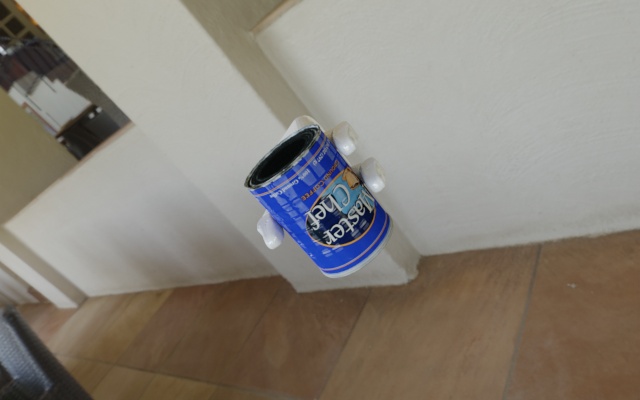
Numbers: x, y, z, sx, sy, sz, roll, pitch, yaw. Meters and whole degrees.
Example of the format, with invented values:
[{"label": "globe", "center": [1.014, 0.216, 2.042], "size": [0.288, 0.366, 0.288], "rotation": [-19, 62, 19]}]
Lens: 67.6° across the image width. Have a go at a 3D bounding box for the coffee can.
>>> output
[{"label": "coffee can", "center": [0.000, 0.002, 0.531], "size": [0.103, 0.140, 0.102], "rotation": [-34, 22, 16]}]
